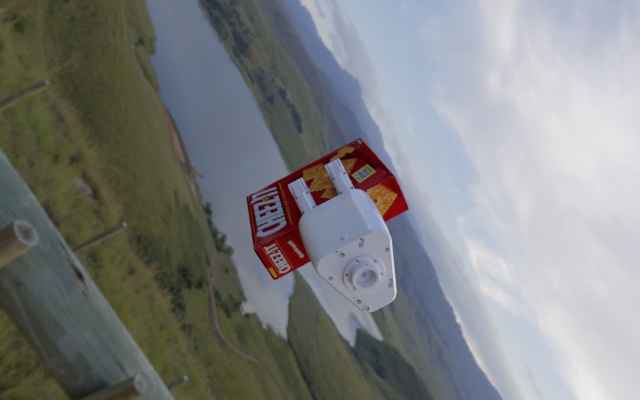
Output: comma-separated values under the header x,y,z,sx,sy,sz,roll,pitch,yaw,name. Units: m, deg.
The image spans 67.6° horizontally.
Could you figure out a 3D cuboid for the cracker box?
x,y,z,sx,sy,sz,roll,pitch,yaw,name
0.000,0.002,0.712,0.214,0.072,0.164,-27,29,2,cracker box
